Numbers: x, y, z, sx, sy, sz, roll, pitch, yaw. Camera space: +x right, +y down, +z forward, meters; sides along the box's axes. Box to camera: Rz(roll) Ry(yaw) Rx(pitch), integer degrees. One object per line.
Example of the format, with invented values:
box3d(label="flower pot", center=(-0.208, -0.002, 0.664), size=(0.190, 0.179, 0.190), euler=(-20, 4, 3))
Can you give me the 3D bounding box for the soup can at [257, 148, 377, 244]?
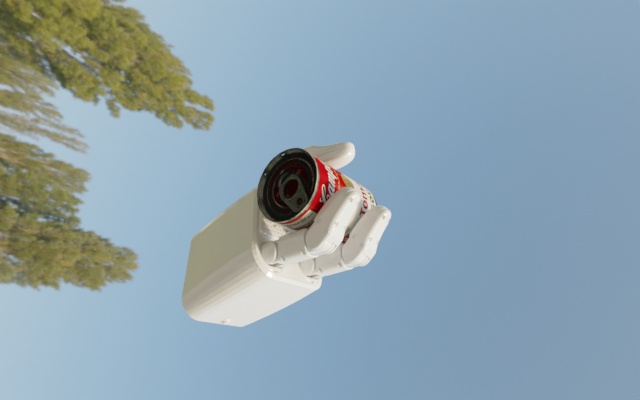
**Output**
box3d(label="soup can", center=(0.001, 0.001, 0.447), size=(0.068, 0.068, 0.102), euler=(0, -17, 38))
